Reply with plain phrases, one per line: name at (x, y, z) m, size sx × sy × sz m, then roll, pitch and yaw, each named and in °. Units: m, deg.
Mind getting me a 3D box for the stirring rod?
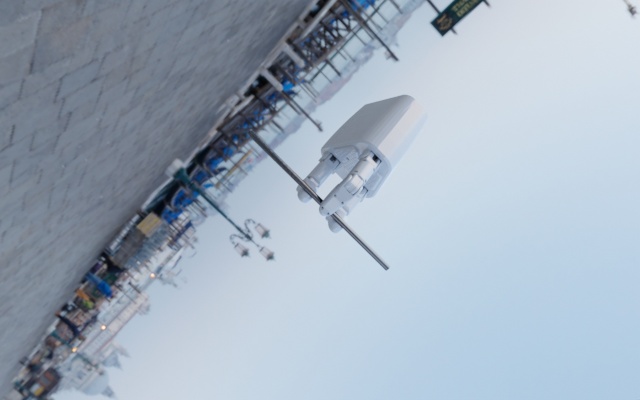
stirring rod at (0.000, 0.002, 0.582) m, size 0.239 × 0.011 × 0.011 m, roll 45°, pitch -9°, yaw -9°
